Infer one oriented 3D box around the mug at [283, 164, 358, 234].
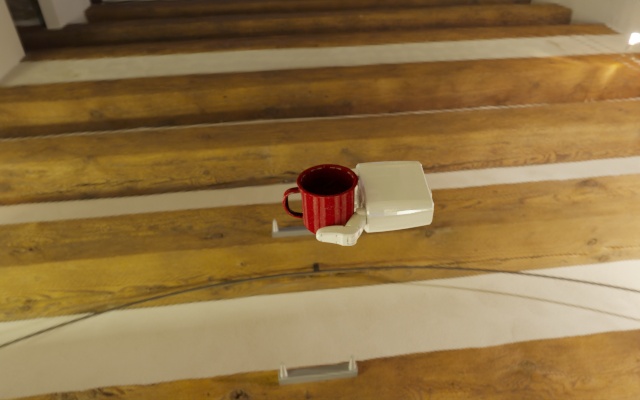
[{"bbox_3d":[-0.001,0.003,0.741,0.117,0.082,0.093,-5,35,-3],"label":"mug"}]
